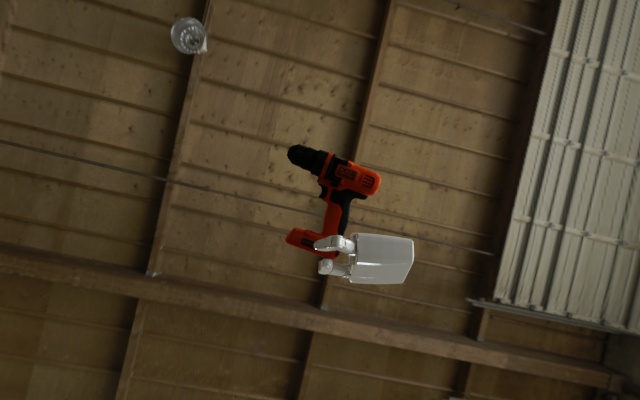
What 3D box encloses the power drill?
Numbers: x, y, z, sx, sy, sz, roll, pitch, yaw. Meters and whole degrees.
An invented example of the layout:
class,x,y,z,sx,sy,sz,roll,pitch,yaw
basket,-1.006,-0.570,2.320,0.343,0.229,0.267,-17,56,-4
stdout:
class,x,y,z,sx,sy,sz,roll,pitch,yaw
power drill,0.000,0.003,0.898,0.184,0.187,0.057,21,3,3
